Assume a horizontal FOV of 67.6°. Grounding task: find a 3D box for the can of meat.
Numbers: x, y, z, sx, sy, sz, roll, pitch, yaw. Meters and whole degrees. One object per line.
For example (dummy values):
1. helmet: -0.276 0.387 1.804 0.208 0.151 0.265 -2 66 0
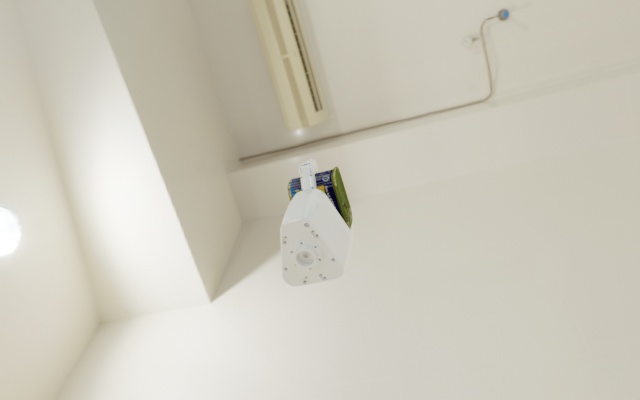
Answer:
1. can of meat: 0.000 0.003 0.805 0.084 0.102 0.057 -13 23 13
